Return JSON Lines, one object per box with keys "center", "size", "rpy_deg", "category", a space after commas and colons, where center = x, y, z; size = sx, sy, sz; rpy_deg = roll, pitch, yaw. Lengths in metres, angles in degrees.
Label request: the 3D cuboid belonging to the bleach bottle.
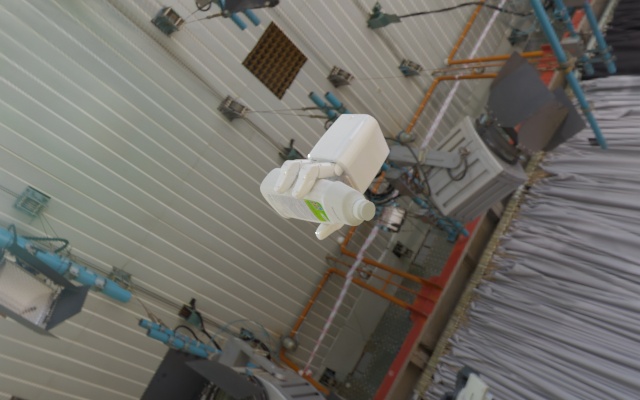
{"center": [0.000, 0.003, 0.809], "size": [0.251, 0.068, 0.103], "rpy_deg": [14, -28, 51], "category": "bleach bottle"}
